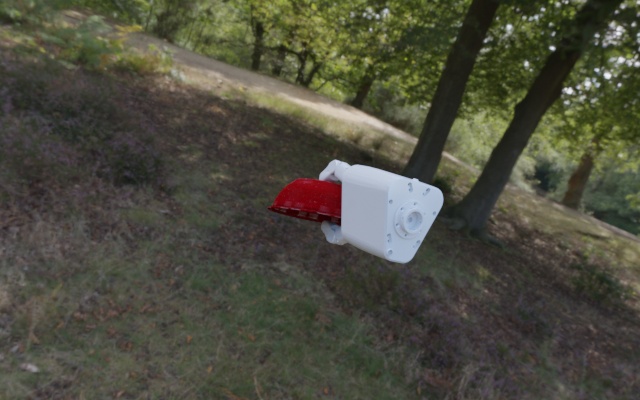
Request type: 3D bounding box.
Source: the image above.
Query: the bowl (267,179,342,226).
[{"bbox_3d":[-0.001,0.002,0.755,0.162,0.055,0.162,10,-7,1],"label":"bowl"}]
